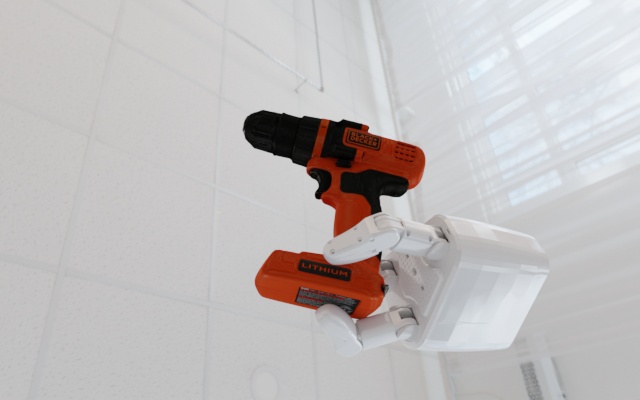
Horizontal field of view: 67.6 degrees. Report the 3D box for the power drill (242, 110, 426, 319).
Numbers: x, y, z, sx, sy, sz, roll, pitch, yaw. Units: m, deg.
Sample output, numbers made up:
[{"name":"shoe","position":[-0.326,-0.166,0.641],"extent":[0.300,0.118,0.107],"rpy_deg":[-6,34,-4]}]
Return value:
[{"name":"power drill","position":[0.000,0.002,0.436],"extent":[0.184,0.187,0.057],"rpy_deg":[13,-33,1]}]
